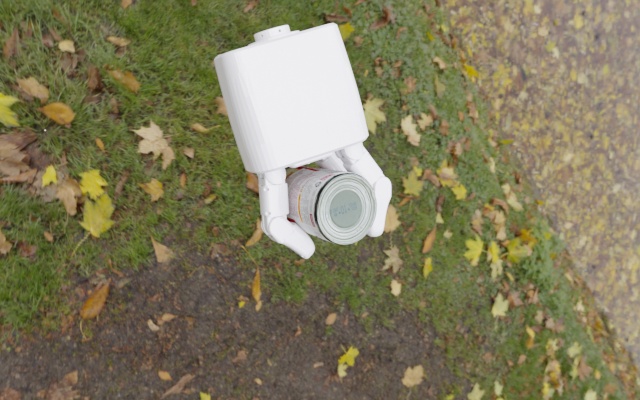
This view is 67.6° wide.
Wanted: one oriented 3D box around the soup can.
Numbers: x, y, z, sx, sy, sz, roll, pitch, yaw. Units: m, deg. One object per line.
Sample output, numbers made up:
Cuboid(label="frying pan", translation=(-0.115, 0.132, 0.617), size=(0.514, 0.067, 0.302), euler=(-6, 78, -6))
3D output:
Cuboid(label="soup can", translation=(0.000, 0.002, 0.470), size=(0.068, 0.068, 0.102), euler=(0, 7, -30))
